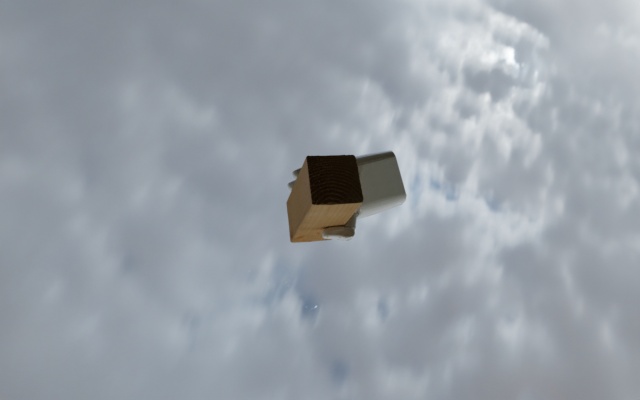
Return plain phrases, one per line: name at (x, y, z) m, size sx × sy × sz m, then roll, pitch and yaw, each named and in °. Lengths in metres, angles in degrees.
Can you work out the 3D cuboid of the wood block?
wood block at (0.001, 0.003, 0.878) m, size 0.090 × 0.090 × 0.206 m, roll -3°, pitch -22°, yaw -15°
